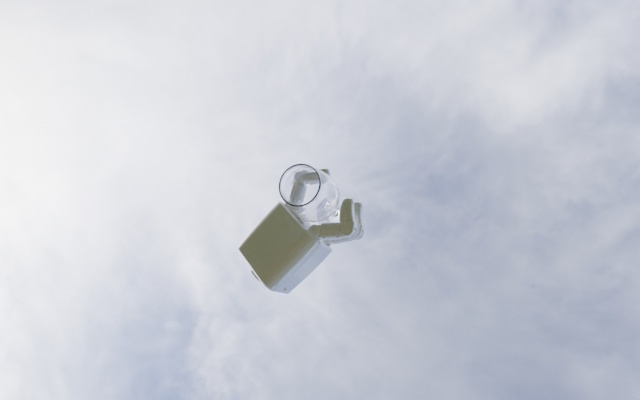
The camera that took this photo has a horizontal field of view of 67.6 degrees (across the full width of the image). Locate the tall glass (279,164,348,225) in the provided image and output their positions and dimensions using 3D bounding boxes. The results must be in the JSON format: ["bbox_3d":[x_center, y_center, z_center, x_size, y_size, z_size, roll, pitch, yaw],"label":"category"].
[{"bbox_3d":[0.000,0.002,0.747,0.079,0.079,0.201,0,-14,18],"label":"tall glass"}]
